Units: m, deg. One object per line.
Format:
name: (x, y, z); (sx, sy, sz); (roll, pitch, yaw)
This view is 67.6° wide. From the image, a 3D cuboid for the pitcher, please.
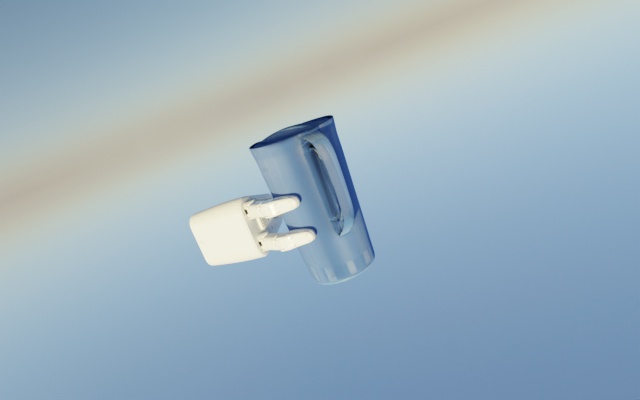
pitcher: (0.000, 0.002, 0.722); (0.145, 0.243, 0.149); (-15, 16, 23)
